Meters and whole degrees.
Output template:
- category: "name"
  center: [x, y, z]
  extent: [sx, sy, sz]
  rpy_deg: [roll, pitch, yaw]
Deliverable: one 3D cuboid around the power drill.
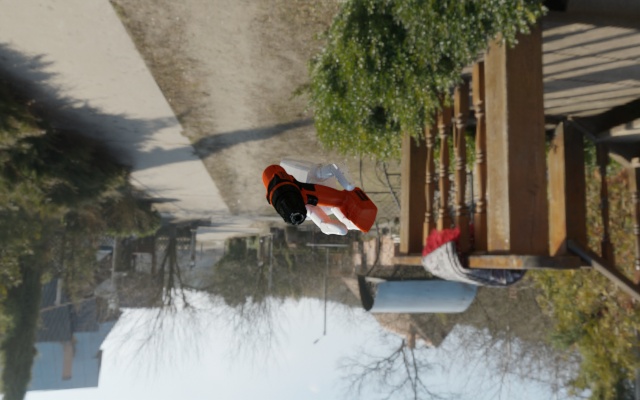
- category: "power drill"
  center: [0.000, 0.003, 0.816]
  extent: [0.188, 0.057, 0.184]
  rpy_deg: [15, 21, -24]
